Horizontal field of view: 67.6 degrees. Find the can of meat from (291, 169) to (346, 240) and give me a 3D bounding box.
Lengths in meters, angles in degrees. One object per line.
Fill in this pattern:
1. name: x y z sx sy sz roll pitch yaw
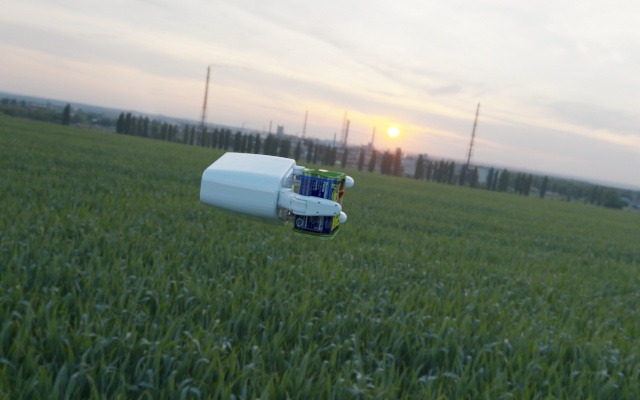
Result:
1. can of meat: 0.000 0.002 0.657 0.057 0.084 0.102 9 7 10
